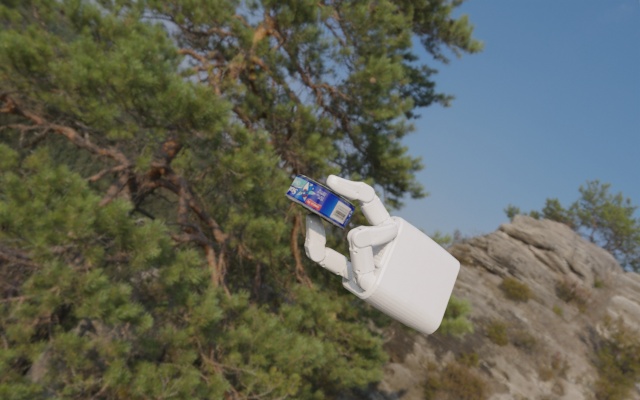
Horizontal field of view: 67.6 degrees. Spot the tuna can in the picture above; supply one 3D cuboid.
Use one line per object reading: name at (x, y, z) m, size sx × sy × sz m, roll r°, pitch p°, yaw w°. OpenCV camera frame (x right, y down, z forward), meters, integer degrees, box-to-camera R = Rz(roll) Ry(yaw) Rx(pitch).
tuna can at (0.000, 0.001, 0.597) m, size 0.086 × 0.034 × 0.086 m, roll 30°, pitch -3°, yaw 2°
